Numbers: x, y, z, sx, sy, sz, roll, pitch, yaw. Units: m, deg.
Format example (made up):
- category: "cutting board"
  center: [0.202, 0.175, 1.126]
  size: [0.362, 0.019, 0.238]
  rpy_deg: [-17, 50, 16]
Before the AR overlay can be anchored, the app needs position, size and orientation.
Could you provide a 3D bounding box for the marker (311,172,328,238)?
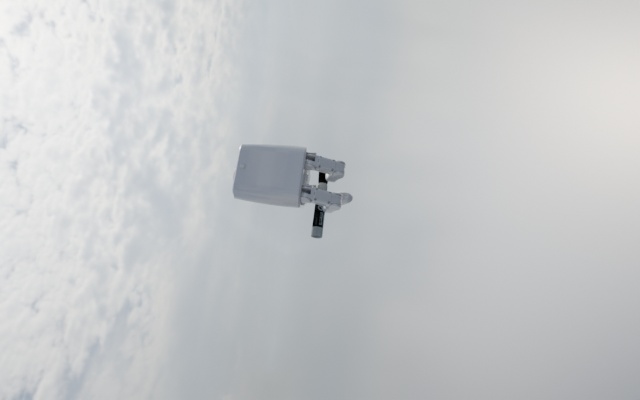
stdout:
- category: "marker"
  center: [0.000, 0.003, 0.793]
  size: [0.020, 0.121, 0.020]
  rpy_deg: [6, -19, 2]
